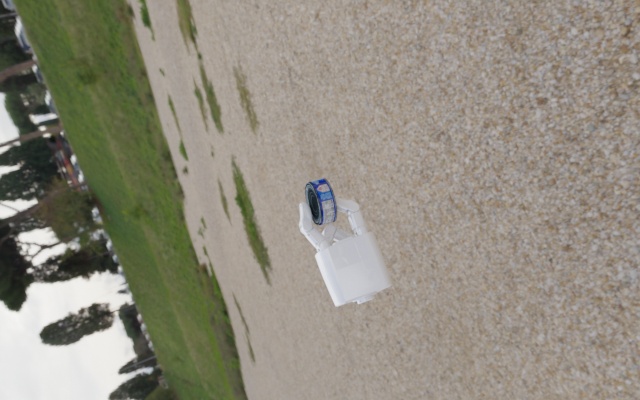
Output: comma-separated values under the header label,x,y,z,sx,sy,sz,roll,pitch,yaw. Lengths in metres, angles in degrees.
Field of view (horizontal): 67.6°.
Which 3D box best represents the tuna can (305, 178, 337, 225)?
label,x,y,z,sx,sy,sz,roll,pitch,yaw
tuna can,0.000,0.003,0.898,0.034,0.086,0.086,-14,4,-16
